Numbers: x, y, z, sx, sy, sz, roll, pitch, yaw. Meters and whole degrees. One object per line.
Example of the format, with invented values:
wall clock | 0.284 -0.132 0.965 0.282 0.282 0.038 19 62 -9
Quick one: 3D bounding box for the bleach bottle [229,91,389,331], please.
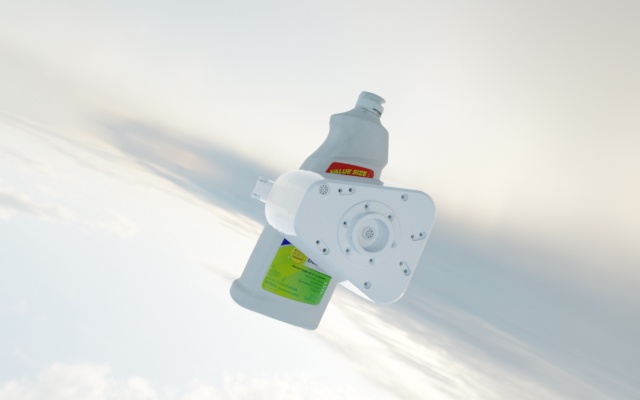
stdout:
bleach bottle | 0.000 0.002 0.502 0.102 0.251 0.068 24 -2 -18
